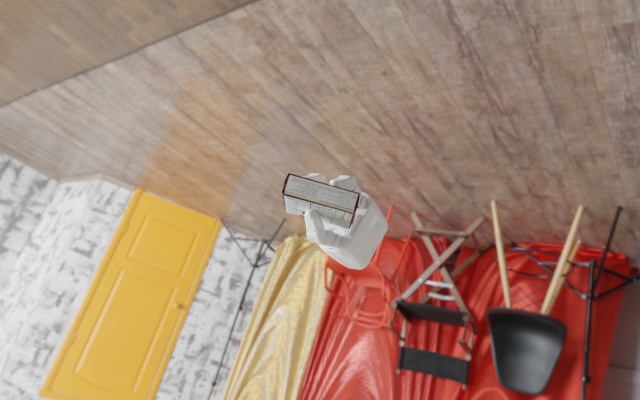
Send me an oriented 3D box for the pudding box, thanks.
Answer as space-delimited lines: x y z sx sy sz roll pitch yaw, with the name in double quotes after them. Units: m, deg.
0.000 0.003 0.727 0.113 0.039 0.090 14 -18 3 "pudding box"
